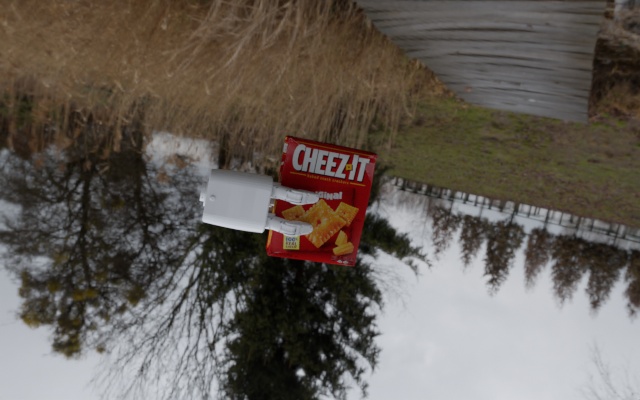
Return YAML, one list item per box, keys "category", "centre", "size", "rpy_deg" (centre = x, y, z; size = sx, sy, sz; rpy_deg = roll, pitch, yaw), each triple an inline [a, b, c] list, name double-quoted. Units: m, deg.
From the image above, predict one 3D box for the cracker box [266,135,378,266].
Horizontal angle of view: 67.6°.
- category: "cracker box"
  centre: [0.000, 0.003, 0.866]
  size: [0.164, 0.214, 0.072]
  rpy_deg: [10, 8, -11]
